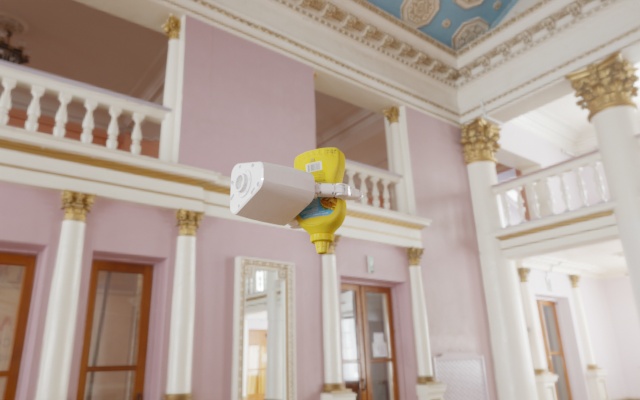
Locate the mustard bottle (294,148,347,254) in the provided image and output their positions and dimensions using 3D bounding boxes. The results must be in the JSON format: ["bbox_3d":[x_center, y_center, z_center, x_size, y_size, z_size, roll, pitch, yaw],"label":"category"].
[{"bbox_3d":[0.000,0.003,0.876,0.096,0.191,0.058,-10,-21,23],"label":"mustard bottle"}]
